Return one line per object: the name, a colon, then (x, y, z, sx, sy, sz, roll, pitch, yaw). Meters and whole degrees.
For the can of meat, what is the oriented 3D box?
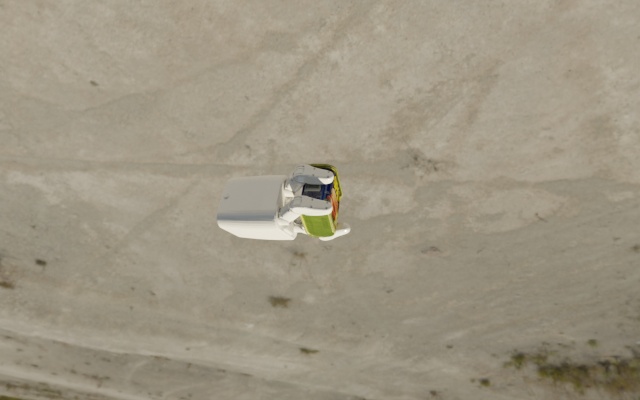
can of meat: (0.000, 0.003, 0.789, 0.057, 0.084, 0.102, 2, -33, 12)
